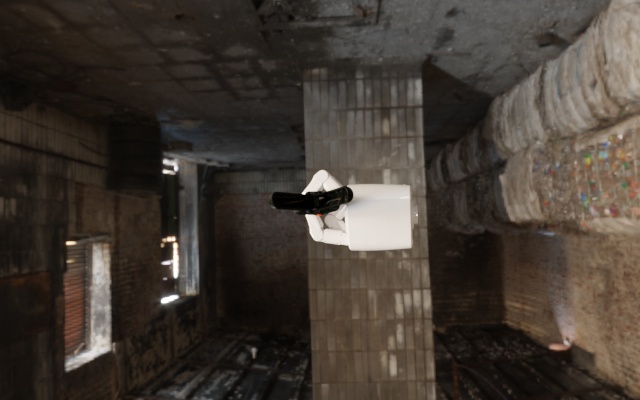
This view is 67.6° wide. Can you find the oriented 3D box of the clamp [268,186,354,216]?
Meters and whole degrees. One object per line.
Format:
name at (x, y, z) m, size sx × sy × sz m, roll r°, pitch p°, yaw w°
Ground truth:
clamp at (0.000, 0.003, 0.743) m, size 0.120 × 0.039 × 0.171 m, roll 0°, pitch -3°, yaw 12°
